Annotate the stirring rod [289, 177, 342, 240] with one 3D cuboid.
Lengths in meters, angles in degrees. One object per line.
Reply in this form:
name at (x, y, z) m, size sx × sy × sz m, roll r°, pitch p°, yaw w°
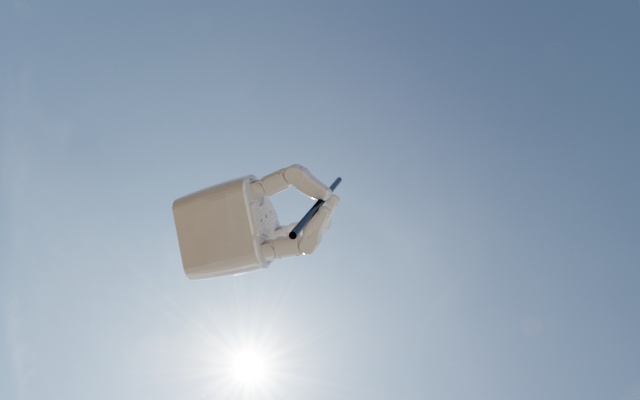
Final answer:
stirring rod at (0.000, 0.002, 0.560) m, size 0.011 × 0.011 × 0.239 m, roll 0°, pitch 15°, yaw 13°
